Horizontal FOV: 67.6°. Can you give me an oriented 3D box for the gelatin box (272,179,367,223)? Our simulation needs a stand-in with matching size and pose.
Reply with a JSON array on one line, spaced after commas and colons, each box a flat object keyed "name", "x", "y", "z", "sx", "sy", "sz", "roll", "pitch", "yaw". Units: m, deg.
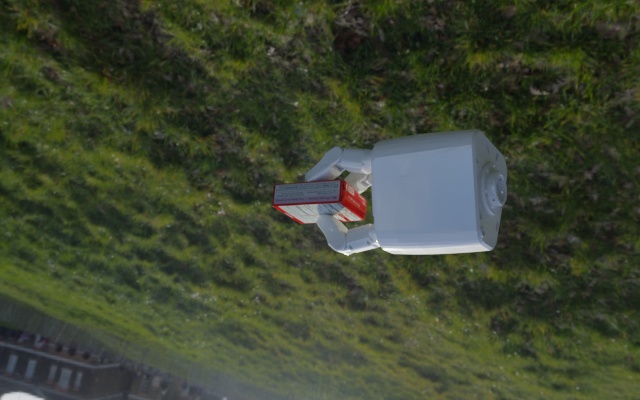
[{"name": "gelatin box", "x": 0.000, "y": 0.002, "z": 0.554, "sx": 0.089, "sy": 0.030, "sz": 0.073, "roll": -4, "pitch": -20, "yaw": 25}]
